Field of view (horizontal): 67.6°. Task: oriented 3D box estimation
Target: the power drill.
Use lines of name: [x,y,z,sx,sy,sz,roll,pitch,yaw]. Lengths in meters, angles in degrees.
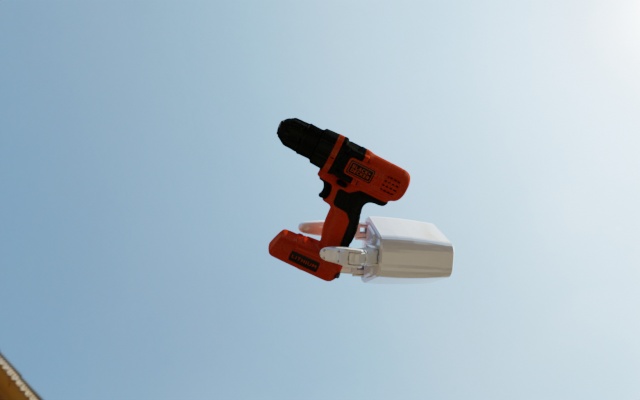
power drill: [0.000,0.003,0.637,0.184,0.188,0.057,26,21,-2]
